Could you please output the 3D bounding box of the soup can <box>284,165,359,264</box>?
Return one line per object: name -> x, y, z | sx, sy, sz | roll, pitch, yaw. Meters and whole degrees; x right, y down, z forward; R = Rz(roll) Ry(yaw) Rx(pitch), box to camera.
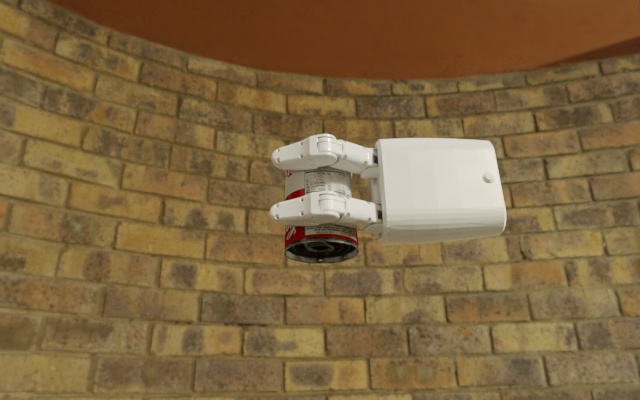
soup can -> 0.000, 0.001, 0.453 | 0.068, 0.102, 0.068 | -1, -23, 0
